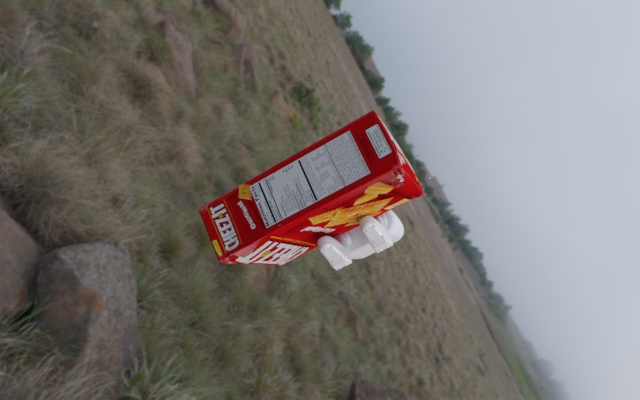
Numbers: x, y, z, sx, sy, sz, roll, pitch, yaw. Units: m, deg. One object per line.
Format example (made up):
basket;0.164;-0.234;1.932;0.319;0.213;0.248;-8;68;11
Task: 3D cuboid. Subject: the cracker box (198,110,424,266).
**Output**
cracker box;0.000;0.002;0.545;0.214;0.072;0.164;-28;-17;13
